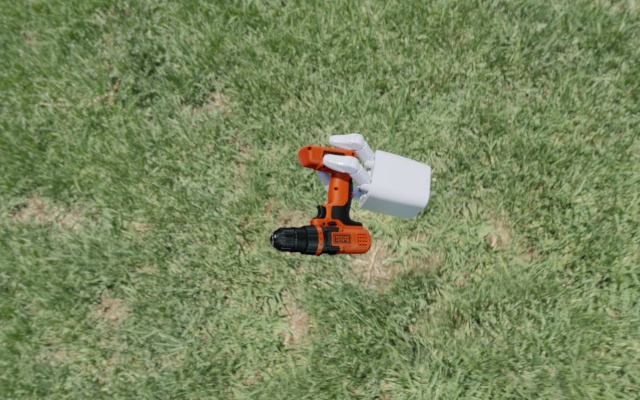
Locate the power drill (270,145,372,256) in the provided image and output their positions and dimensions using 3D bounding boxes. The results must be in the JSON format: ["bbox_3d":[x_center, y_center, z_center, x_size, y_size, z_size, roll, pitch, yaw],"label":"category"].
[{"bbox_3d":[0.000,0.002,0.829,0.184,0.187,0.057,4,-12,-27],"label":"power drill"}]
